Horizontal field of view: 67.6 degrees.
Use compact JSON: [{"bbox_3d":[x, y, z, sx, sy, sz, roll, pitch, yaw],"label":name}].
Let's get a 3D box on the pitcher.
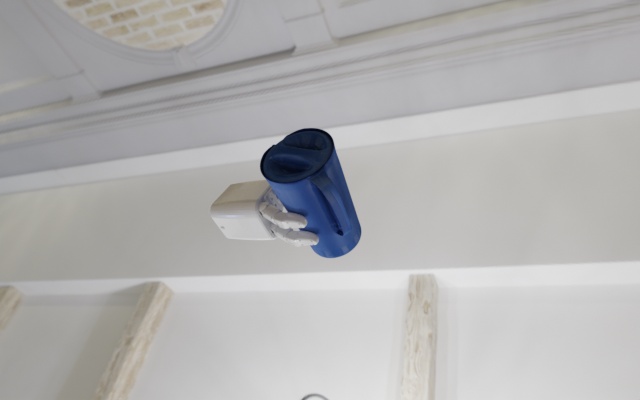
[{"bbox_3d":[0.000,0.003,0.870,0.145,0.149,0.243,-4,-43,22],"label":"pitcher"}]
